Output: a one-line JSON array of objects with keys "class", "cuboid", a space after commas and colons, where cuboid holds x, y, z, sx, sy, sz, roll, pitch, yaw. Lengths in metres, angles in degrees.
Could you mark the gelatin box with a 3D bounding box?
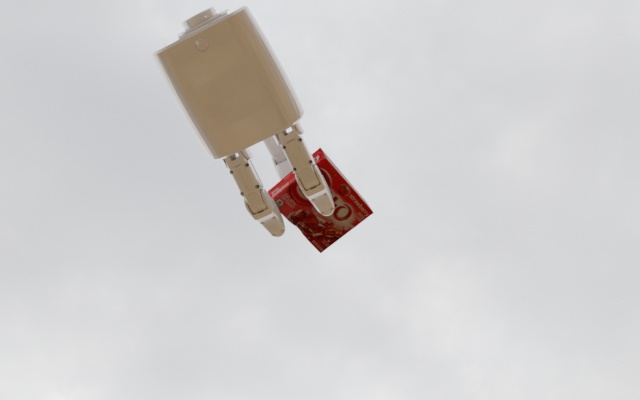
[{"class": "gelatin box", "cuboid": [0.000, 0.002, 0.500, 0.073, 0.089, 0.030, -38, 28, 8]}]
